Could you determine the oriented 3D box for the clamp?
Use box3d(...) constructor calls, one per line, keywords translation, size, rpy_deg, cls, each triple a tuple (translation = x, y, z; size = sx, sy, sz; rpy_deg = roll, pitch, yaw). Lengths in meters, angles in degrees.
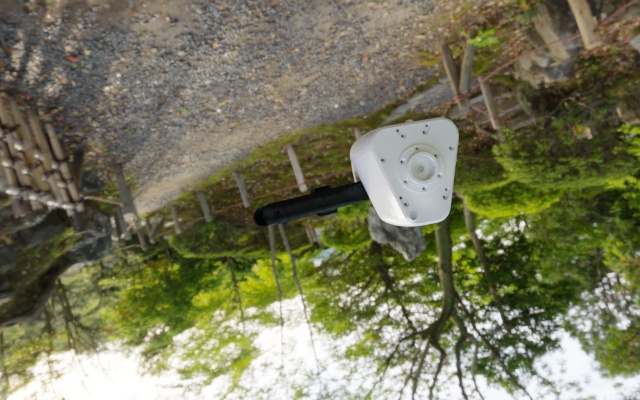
box3d(translation=(0.000, 0.002, 0.580), size=(0.171, 0.039, 0.120), rpy_deg=(-17, 6, -5), cls="clamp")
